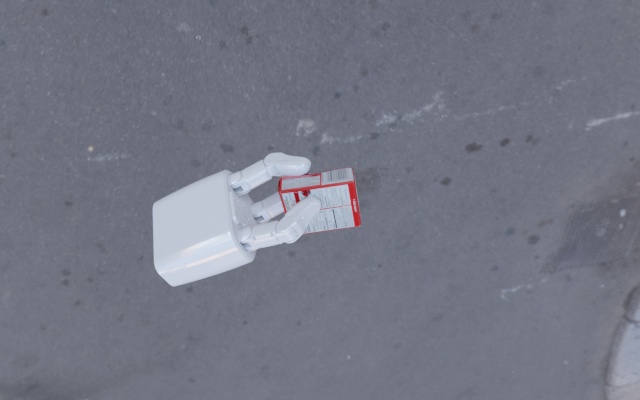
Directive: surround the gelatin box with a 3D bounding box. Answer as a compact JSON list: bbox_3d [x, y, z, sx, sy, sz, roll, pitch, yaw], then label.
[{"bbox_3d":[0.000,0.002,0.566,0.089,0.073,0.030,-8,41,5],"label":"gelatin box"}]
